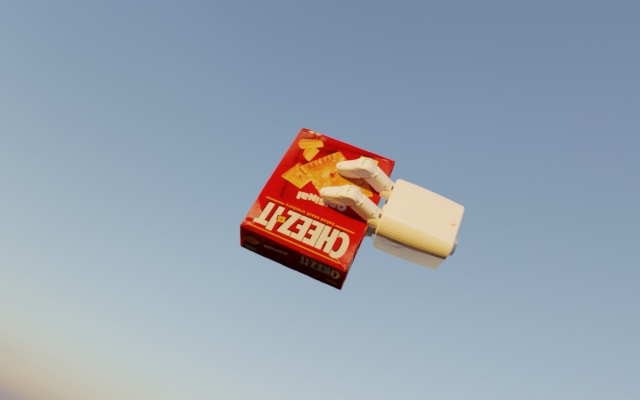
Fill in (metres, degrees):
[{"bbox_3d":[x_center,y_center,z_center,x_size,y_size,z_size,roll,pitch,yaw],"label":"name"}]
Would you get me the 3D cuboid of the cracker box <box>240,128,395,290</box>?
[{"bbox_3d":[0.000,0.002,0.723,0.164,0.213,0.072,22,-34,9],"label":"cracker box"}]
